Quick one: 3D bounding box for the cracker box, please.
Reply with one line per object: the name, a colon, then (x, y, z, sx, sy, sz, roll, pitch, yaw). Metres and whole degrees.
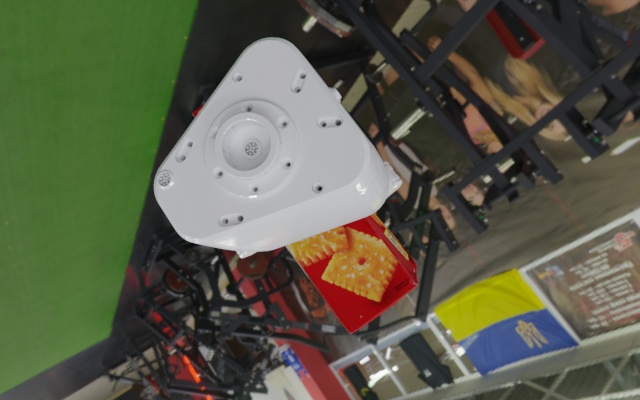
cracker box: (0.000, 0.002, 0.435, 0.072, 0.213, 0.164, -37, -11, 6)
